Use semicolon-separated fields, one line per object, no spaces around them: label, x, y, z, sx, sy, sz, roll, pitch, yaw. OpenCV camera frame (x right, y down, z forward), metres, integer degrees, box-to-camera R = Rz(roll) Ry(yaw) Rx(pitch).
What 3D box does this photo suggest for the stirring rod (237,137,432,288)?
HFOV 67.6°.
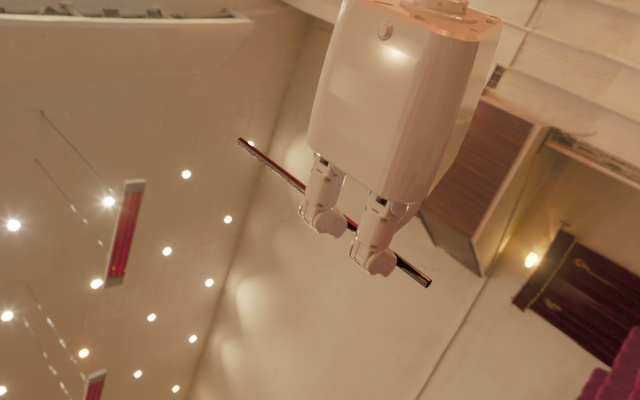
stirring rod;0.000;0.001;0.424;0.239;0.011;0.011;37;21;31
